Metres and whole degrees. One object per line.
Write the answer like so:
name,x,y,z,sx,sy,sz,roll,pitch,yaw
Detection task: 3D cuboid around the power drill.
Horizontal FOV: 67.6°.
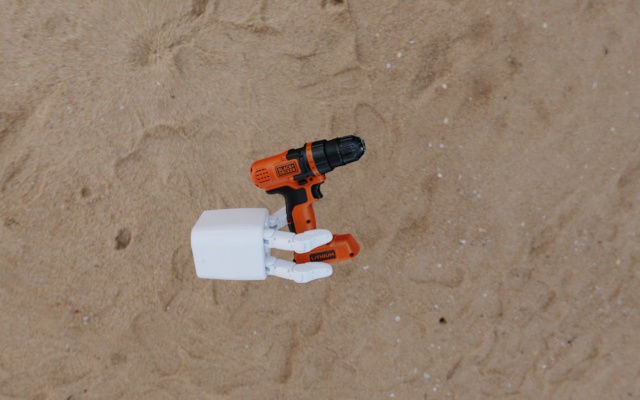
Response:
power drill,0.000,0.003,0.739,0.184,0.188,0.057,-14,12,19
